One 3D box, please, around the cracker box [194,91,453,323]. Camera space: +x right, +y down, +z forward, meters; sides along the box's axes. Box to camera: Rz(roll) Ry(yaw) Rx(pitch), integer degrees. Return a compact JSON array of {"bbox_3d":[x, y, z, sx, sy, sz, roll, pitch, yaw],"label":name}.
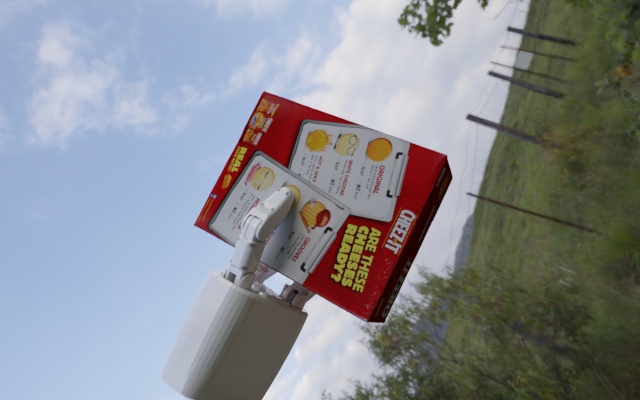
[{"bbox_3d":[0.000,0.001,0.484,0.213,0.164,0.072,24,-5,26],"label":"cracker box"}]
